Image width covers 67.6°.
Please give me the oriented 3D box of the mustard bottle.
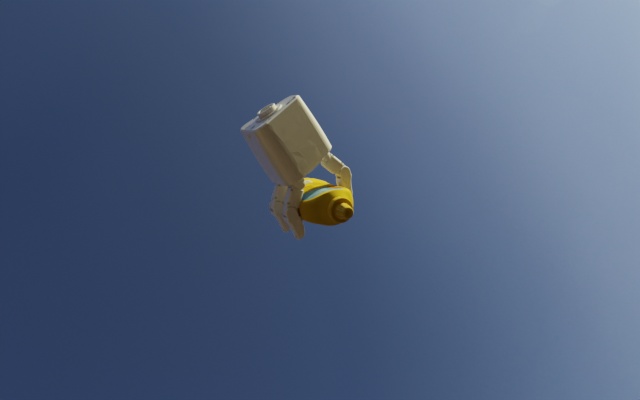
[{"bbox_3d":[0.000,0.003,0.807,0.096,0.058,0.191,-16,16,-24],"label":"mustard bottle"}]
